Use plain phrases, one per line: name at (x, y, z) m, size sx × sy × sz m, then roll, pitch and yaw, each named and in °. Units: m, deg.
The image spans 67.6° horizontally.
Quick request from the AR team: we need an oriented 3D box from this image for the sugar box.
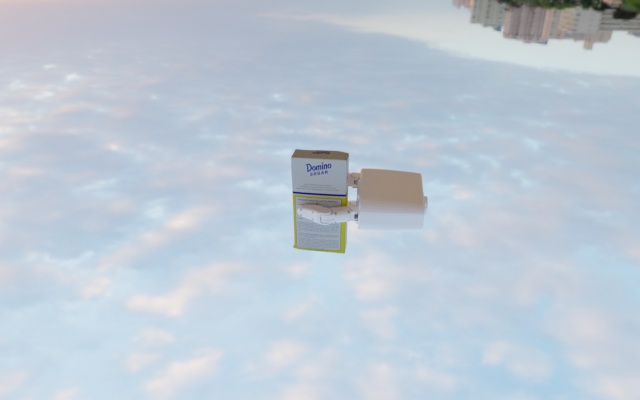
sugar box at (0.000, 0.003, 0.809) m, size 0.093 × 0.176 × 0.048 m, roll 4°, pitch 25°, yaw 7°
